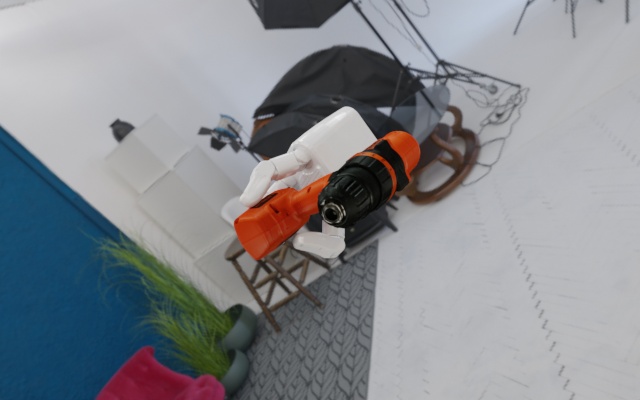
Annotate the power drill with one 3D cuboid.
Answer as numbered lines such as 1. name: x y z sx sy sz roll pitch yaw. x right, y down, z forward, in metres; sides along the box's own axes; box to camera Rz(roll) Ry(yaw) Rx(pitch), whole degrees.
1. power drill: 0.000 0.002 0.487 0.188 0.057 0.184 -24 7 35
